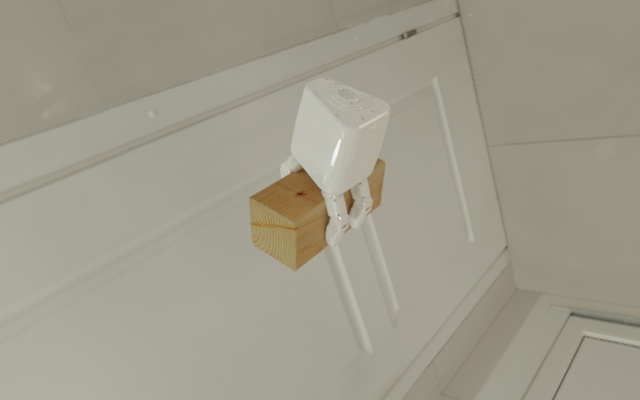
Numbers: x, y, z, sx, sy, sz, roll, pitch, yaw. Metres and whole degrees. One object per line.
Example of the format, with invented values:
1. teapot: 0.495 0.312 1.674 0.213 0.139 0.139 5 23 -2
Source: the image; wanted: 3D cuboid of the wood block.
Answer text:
1. wood block: 0.000 0.002 0.720 0.091 0.090 0.206 27 43 31
